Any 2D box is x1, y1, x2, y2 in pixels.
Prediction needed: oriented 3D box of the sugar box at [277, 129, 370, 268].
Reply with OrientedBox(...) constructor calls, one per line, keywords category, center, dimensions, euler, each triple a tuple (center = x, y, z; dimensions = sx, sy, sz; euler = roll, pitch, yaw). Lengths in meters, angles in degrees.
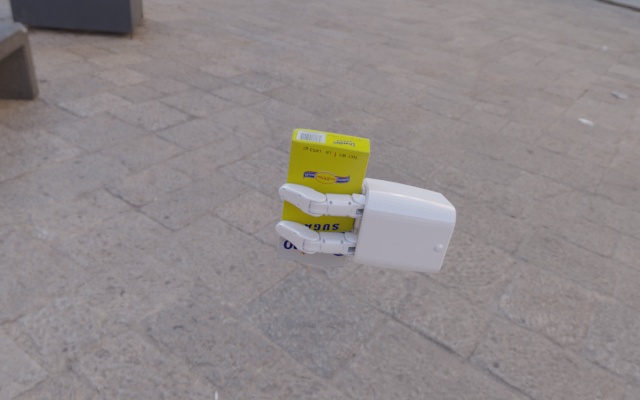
OrientedBox(category="sugar box", center=(0.000, 0.002, 0.601), dimensions=(0.093, 0.176, 0.048), euler=(9, 30, 0))
